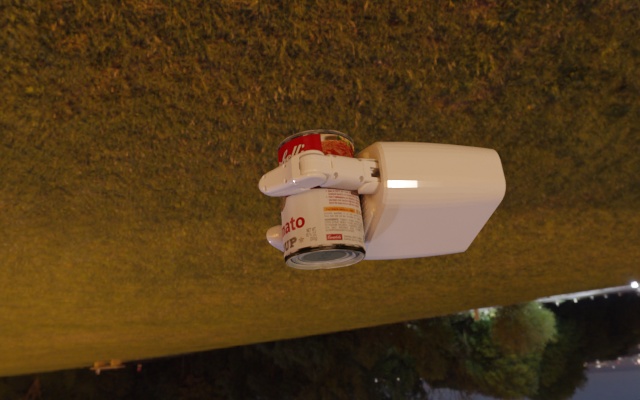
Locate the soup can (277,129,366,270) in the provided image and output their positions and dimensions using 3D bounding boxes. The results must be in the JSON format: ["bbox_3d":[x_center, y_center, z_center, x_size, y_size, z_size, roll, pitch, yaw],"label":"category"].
[{"bbox_3d":[0.000,0.002,0.402,0.068,0.102,0.068,-4,-21,-2],"label":"soup can"}]
